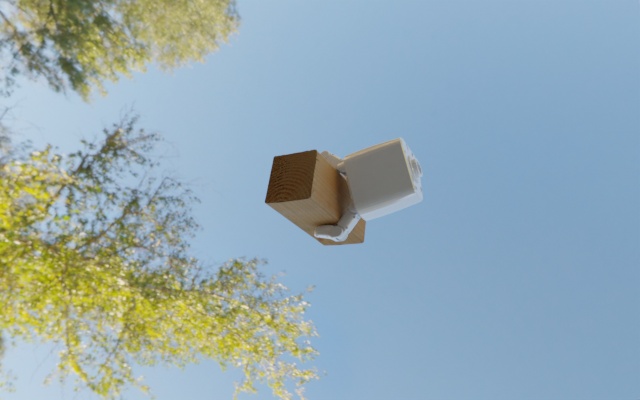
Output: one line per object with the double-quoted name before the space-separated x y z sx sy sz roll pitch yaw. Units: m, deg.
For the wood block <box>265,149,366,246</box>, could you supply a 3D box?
"wood block" 0.001 0.003 0.854 0.090 0.090 0.206 -6 -27 29
